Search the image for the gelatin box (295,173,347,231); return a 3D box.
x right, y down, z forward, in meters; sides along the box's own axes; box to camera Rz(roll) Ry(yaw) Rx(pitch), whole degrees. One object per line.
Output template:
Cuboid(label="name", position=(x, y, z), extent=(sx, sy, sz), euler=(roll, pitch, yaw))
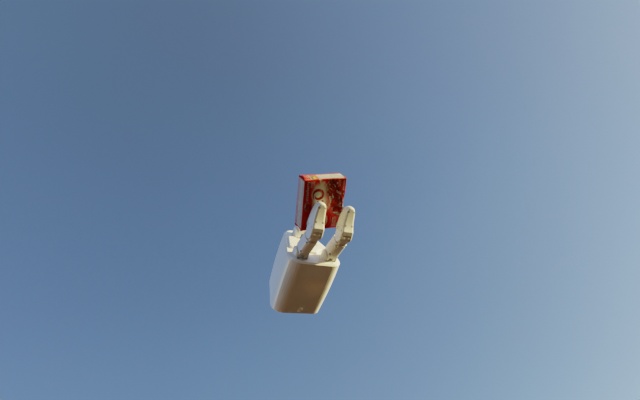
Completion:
Cuboid(label="gelatin box", position=(0.000, 0.002, 0.768), extent=(0.073, 0.089, 0.030), euler=(-4, 23, -24))
